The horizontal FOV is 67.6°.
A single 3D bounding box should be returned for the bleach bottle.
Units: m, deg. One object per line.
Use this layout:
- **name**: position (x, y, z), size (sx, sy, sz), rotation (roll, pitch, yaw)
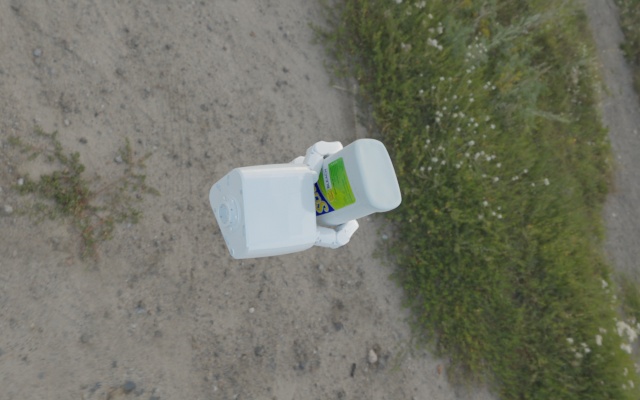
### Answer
- **bleach bottle**: position (0.000, 0.002, 0.705), size (0.068, 0.102, 0.251), rotation (-4, -16, -40)
